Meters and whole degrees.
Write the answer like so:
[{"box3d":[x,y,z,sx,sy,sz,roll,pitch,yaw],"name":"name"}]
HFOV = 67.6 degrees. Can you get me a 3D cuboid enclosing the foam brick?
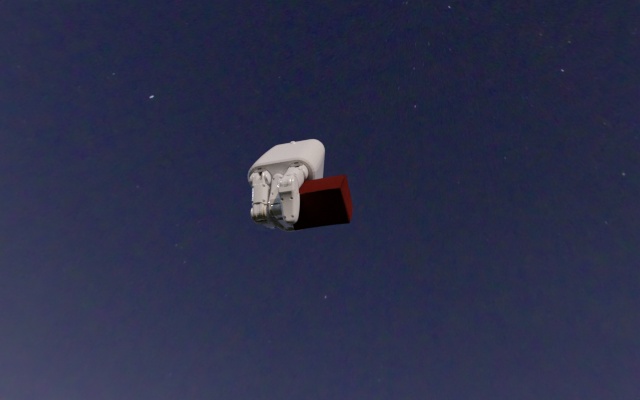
[{"box3d":[0.000,0.002,0.638,0.078,0.053,0.051,-8,21,15],"name":"foam brick"}]
